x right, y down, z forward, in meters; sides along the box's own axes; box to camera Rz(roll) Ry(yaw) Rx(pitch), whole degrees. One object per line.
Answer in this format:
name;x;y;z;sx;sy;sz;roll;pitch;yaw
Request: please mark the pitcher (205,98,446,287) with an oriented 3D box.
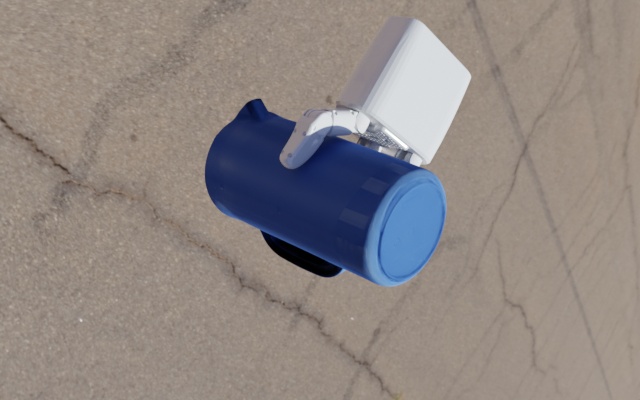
pitcher;0.000;0.001;0.491;0.242;0.145;0.149;24;-8;43
